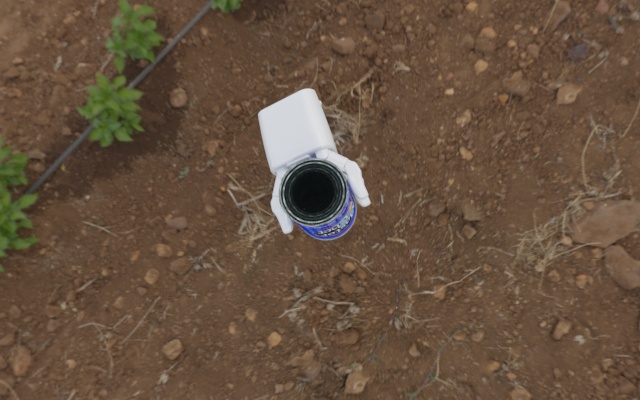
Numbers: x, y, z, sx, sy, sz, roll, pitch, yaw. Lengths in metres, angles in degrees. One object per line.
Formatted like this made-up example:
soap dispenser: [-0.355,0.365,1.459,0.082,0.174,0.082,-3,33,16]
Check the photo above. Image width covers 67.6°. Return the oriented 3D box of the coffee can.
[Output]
coffee can: [0.000,0.003,0.752,0.103,0.102,0.140,0,-12,9]
